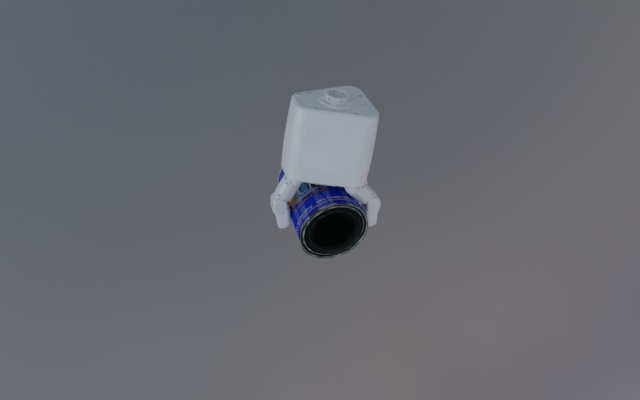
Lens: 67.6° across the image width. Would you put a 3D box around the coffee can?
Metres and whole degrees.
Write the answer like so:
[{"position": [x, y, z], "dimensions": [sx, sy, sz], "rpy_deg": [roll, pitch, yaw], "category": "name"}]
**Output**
[{"position": [0.000, 0.002, 0.719], "dimensions": [0.103, 0.103, 0.140], "rpy_deg": [0, 38, -21], "category": "coffee can"}]
